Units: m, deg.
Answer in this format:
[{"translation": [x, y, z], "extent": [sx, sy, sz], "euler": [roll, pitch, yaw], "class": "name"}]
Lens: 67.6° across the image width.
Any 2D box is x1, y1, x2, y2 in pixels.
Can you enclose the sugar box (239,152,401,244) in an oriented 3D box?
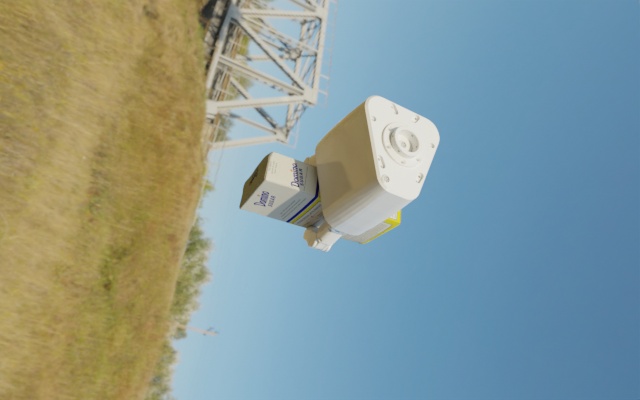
[{"translation": [0.000, 0.001, 0.583], "extent": [0.176, 0.048, 0.093], "euler": [20, -30, -20], "class": "sugar box"}]
